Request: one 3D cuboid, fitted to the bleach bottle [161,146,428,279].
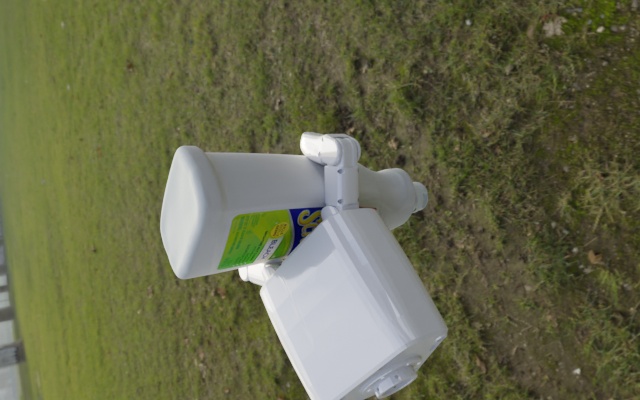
[{"bbox_3d":[0.000,0.001,0.411,0.251,0.068,0.103,-6,-39,-34],"label":"bleach bottle"}]
